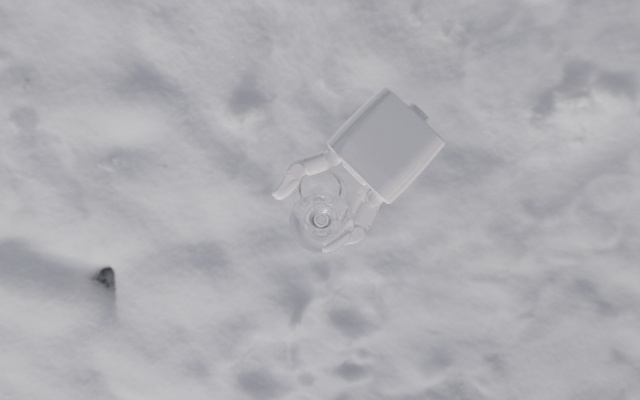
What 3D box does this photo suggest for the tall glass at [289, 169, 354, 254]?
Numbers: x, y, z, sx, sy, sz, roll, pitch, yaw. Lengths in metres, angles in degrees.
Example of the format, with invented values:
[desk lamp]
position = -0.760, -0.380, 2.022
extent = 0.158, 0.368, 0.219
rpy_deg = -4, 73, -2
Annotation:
[tall glass]
position = 0.000, 0.002, 0.636
extent = 0.079, 0.079, 0.201
rpy_deg = 0, 14, -1
